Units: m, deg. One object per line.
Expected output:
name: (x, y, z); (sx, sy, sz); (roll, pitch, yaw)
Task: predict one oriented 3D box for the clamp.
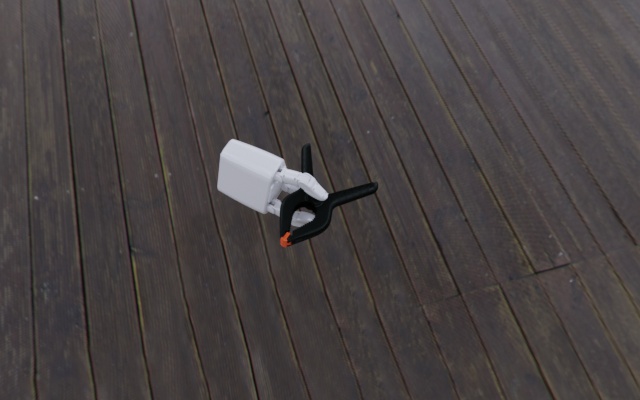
clamp: (0.000, 0.003, 0.864); (0.164, 0.210, 0.036); (24, -29, 9)
